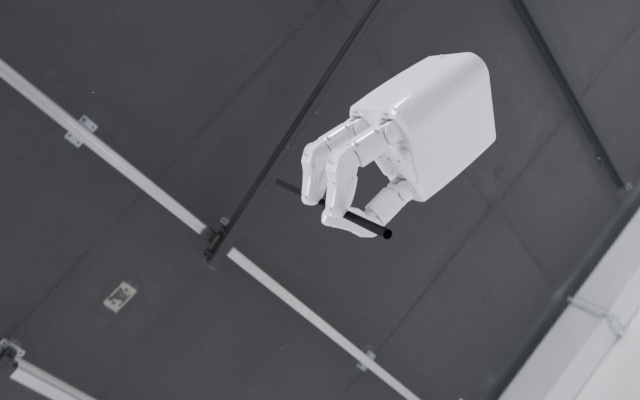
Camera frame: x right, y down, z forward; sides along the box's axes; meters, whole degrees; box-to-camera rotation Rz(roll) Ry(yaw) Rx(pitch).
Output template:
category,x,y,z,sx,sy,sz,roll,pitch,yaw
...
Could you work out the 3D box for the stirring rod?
category,x,y,z,sx,sy,sz,roll,pitch,yaw
stirring rod,0.000,0.002,0.466,0.011,0.011,0.239,0,11,-25
